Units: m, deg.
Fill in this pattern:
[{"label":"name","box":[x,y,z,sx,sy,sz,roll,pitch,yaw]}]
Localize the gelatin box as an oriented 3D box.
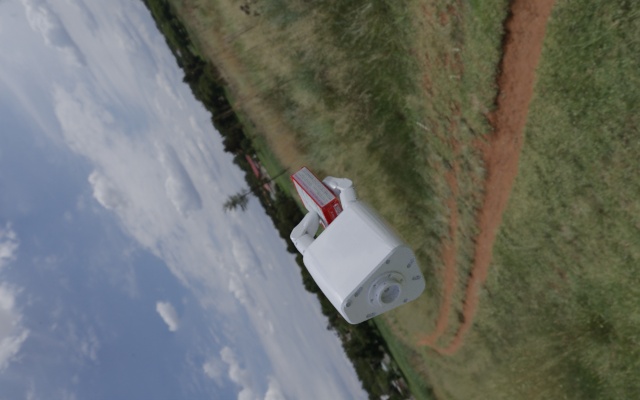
[{"label":"gelatin box","box":[0.000,0.002,0.687,0.030,0.073,0.089,-36,50,-11]}]
